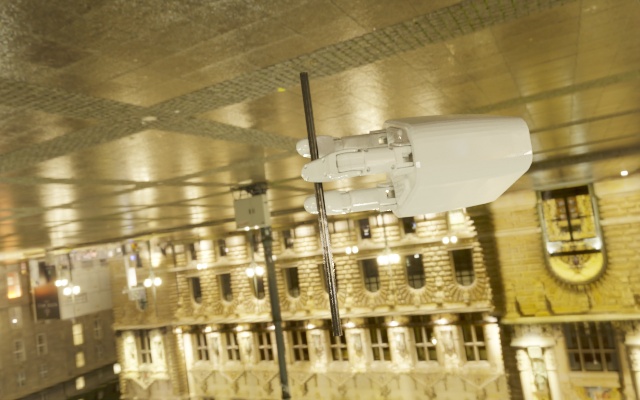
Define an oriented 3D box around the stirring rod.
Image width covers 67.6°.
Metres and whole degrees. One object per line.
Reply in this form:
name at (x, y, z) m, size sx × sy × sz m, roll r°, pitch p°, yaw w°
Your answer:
stirring rod at (0.000, 0.001, 0.434) m, size 0.011 × 0.239 × 0.011 m, roll -7°, pitch -4°, yaw 0°
